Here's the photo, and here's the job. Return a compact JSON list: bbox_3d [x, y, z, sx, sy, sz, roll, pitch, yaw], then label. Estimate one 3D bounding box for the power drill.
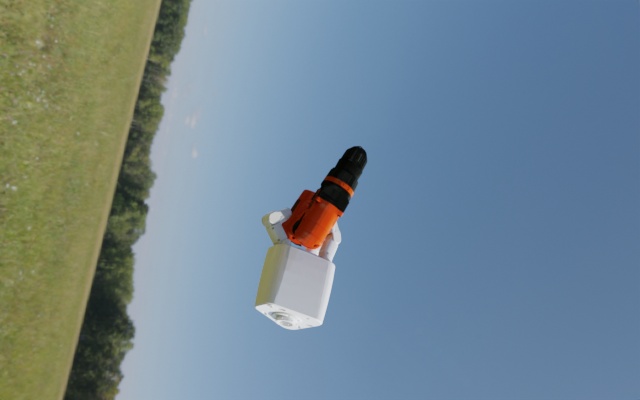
[{"bbox_3d":[0.000,0.003,0.808,0.057,0.184,0.188,35,-18,-7],"label":"power drill"}]
